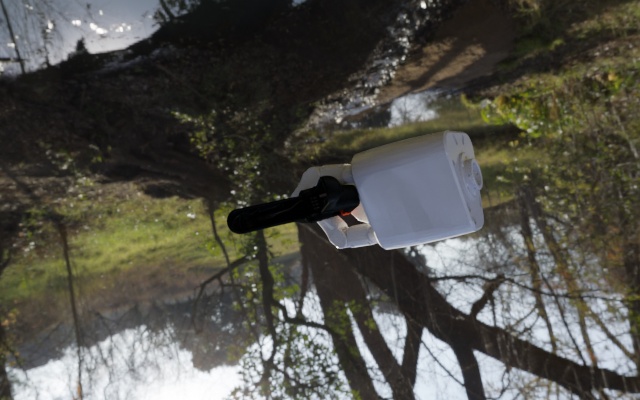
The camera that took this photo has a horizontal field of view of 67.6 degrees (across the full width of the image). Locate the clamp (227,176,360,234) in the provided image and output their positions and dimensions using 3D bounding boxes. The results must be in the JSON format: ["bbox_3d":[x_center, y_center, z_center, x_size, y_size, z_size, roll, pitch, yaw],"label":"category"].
[{"bbox_3d":[0.000,0.002,0.495,0.120,0.039,0.171,-14,-2,34],"label":"clamp"}]
